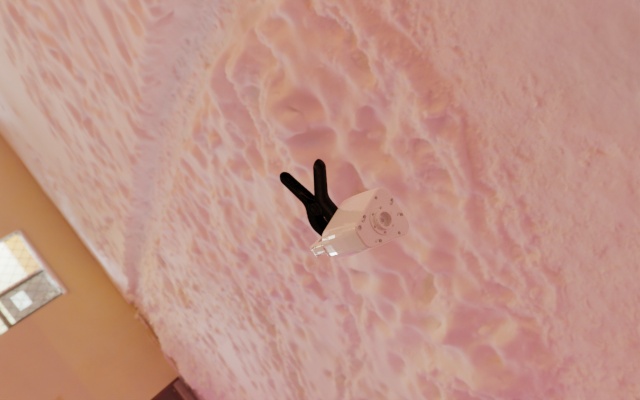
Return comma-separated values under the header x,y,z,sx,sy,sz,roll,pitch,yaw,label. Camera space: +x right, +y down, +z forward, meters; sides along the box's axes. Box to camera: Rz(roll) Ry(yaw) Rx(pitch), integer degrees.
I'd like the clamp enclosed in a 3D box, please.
x,y,z,sx,sy,sz,roll,pitch,yaw,label
0.000,0.003,0.884,0.039,0.171,0.120,-38,6,-34,clamp
